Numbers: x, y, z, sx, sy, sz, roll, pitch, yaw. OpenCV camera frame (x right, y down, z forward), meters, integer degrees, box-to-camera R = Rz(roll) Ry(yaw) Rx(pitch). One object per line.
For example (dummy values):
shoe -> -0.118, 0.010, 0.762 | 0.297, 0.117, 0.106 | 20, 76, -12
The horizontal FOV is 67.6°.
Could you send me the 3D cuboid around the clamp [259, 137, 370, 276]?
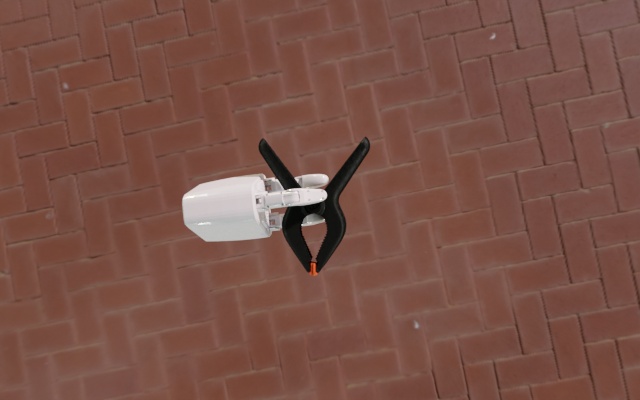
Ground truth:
clamp -> 0.000, 0.003, 0.701 | 0.164, 0.210, 0.036 | -7, -2, 6
